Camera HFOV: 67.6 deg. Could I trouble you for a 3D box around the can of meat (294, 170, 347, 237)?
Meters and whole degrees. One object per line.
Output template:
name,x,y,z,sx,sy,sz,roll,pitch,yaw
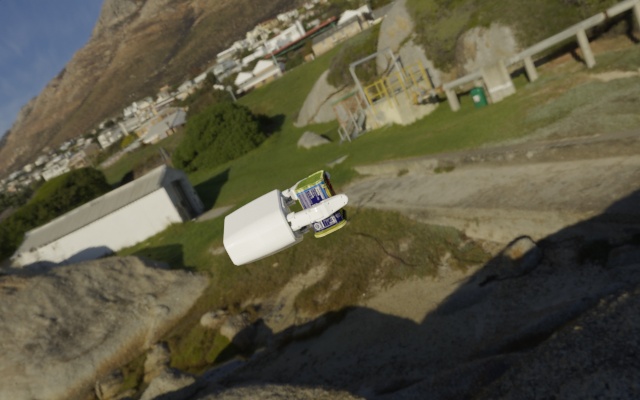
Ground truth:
can of meat,0.000,0.002,0.789,0.057,0.084,0.102,-26,10,7
